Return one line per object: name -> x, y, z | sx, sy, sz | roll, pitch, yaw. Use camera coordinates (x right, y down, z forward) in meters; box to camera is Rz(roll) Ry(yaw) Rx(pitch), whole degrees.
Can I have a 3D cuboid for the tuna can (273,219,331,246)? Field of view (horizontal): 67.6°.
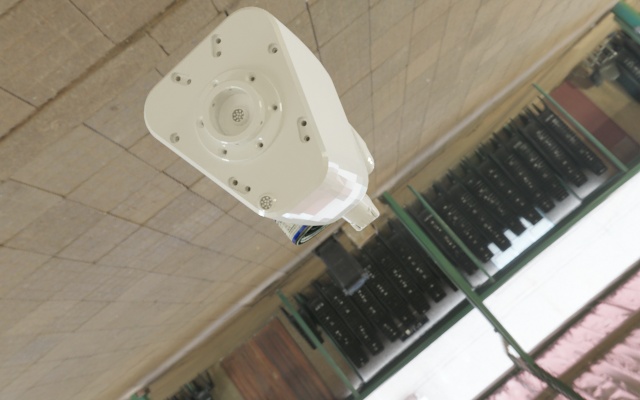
tuna can -> 0.000, 0.002, 0.428 | 0.086, 0.033, 0.086 | -40, -9, -8
